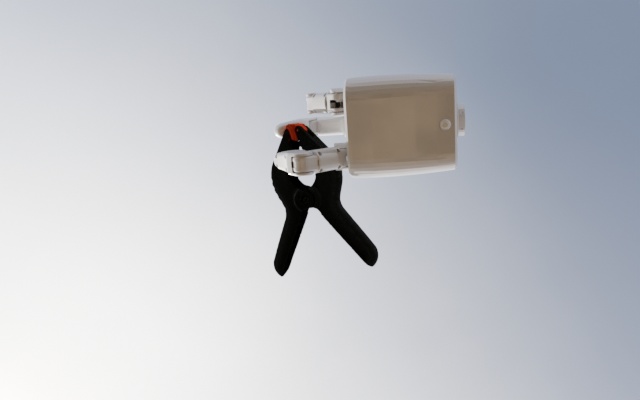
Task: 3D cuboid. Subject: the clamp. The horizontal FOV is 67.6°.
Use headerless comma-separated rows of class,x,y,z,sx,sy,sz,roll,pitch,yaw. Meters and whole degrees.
clamp,0.000,0.001,0.515,0.120,0.171,0.039,-2,13,12
